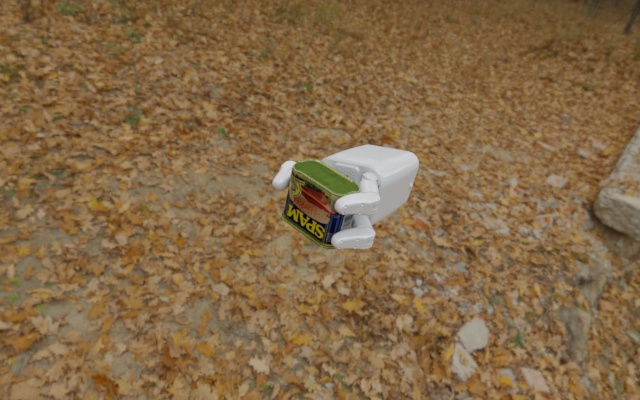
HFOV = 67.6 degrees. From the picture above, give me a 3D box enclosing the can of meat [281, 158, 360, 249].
[{"bbox_3d":[0.000,0.002,0.645,0.102,0.084,0.057,34,37,30],"label":"can of meat"}]
